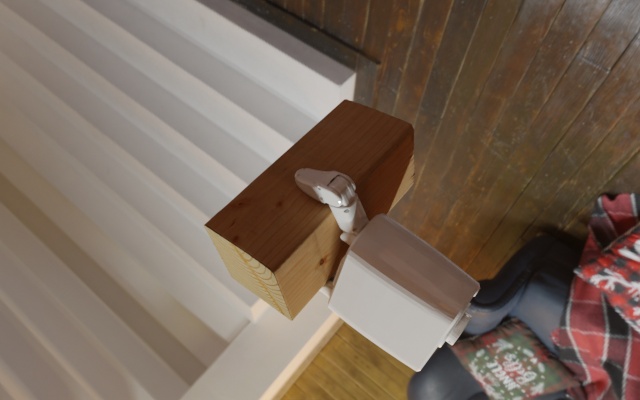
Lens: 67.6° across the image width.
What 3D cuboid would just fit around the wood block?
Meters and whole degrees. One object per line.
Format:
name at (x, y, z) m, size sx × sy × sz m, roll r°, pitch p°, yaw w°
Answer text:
wood block at (0.000, 0.002, 0.479) m, size 0.090 × 0.091 × 0.206 m, roll 28°, pitch 60°, yaw 30°
